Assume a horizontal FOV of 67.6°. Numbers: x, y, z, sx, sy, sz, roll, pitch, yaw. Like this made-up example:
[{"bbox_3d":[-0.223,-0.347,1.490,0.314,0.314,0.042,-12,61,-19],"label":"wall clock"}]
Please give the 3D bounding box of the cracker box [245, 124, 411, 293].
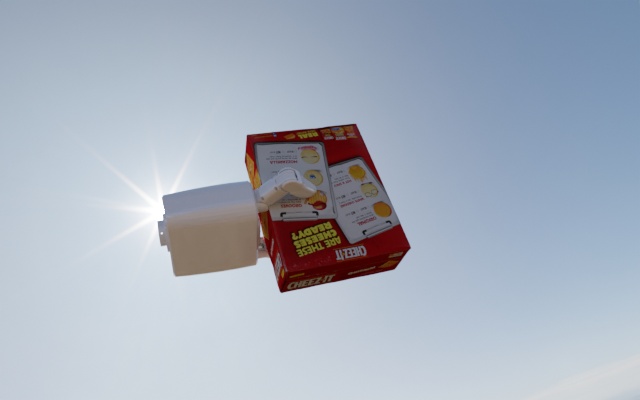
[{"bbox_3d":[0.000,0.002,0.640,0.164,0.213,0.072,-9,-32,-18],"label":"cracker box"}]
